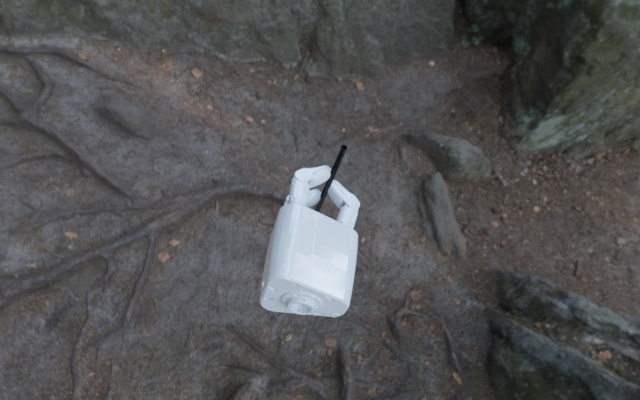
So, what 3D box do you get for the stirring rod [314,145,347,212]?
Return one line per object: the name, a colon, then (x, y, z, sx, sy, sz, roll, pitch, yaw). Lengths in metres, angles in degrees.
stirring rod: (0.000, 0.002, 0.706, 0.011, 0.011, 0.240, 0, -36, -18)
